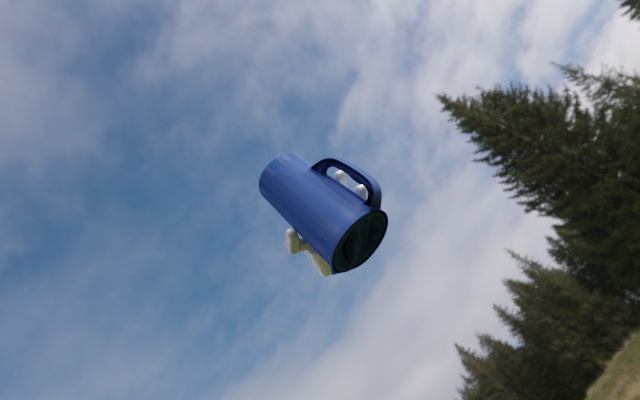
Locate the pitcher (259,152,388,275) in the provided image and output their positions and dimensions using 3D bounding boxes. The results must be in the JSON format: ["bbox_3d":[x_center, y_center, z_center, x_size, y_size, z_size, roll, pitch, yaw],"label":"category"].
[{"bbox_3d":[0.000,0.003,0.872,0.242,0.149,0.145,40,-17,33],"label":"pitcher"}]
